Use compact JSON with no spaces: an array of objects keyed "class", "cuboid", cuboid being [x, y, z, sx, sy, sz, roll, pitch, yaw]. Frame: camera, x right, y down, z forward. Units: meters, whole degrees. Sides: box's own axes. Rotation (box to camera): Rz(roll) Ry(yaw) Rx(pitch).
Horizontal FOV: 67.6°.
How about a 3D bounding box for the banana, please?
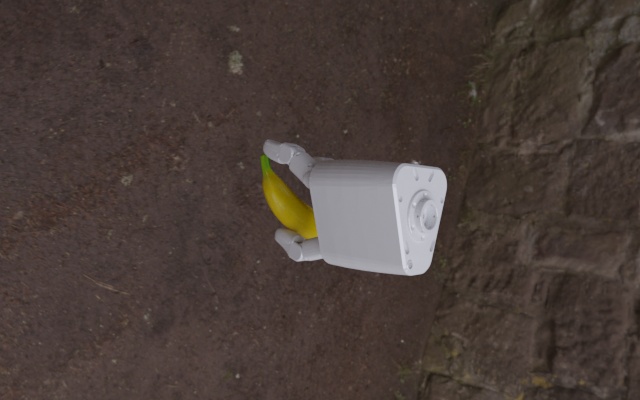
[{"class":"banana","cuboid":[-0.008,0.017,0.606,0.037,0.069,0.198,1,-25,44]}]
